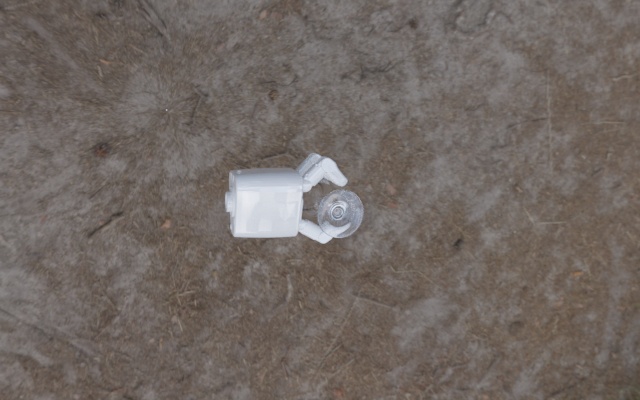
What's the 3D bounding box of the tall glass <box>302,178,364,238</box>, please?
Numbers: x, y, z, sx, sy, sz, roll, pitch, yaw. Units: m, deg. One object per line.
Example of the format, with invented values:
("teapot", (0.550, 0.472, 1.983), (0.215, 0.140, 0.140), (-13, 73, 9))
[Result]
("tall glass", (0.000, 0.003, 0.806), (0.079, 0.079, 0.201), (0, 10, -18))
